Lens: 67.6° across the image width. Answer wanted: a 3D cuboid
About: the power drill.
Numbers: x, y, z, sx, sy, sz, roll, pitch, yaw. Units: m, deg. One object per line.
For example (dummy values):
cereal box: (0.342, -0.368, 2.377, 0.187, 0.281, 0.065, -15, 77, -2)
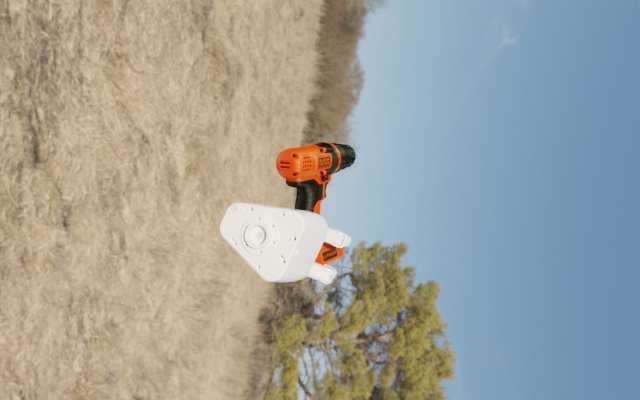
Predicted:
power drill: (0.000, 0.003, 0.754, 0.057, 0.188, 0.184, 5, 11, 35)
